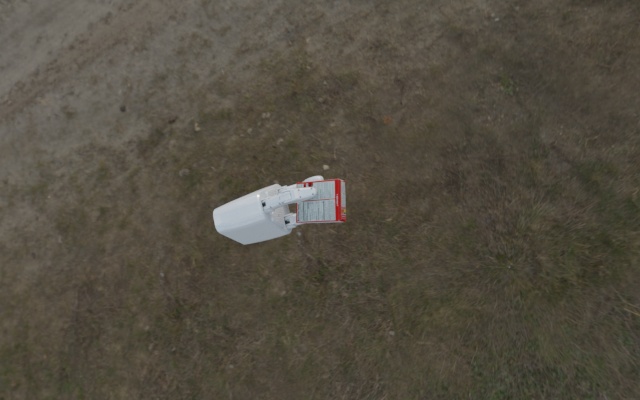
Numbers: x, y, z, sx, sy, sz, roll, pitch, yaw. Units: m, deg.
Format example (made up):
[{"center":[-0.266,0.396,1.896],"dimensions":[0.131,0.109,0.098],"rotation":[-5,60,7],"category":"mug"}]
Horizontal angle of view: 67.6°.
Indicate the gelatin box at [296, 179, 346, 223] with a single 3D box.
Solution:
[{"center":[0.000,0.003,0.842],"dimensions":[0.089,0.073,0.030],"rotation":[-4,-7,28],"category":"gelatin box"}]
